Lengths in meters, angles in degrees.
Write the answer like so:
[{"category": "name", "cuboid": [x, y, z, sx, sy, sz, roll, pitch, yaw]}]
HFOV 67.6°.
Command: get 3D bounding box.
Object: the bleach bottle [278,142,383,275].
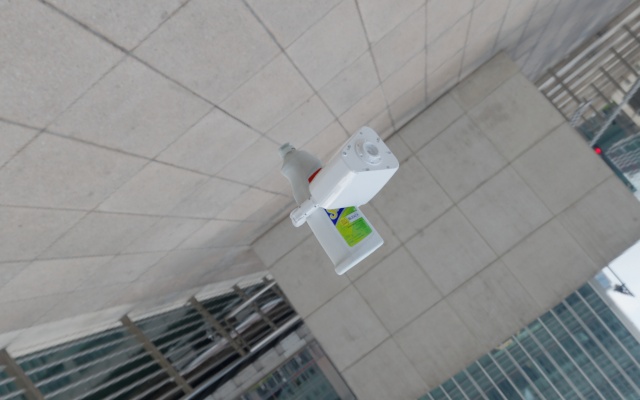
[{"category": "bleach bottle", "cuboid": [0.000, 0.003, 0.857, 0.102, 0.251, 0.068, -29, -13, -39]}]
